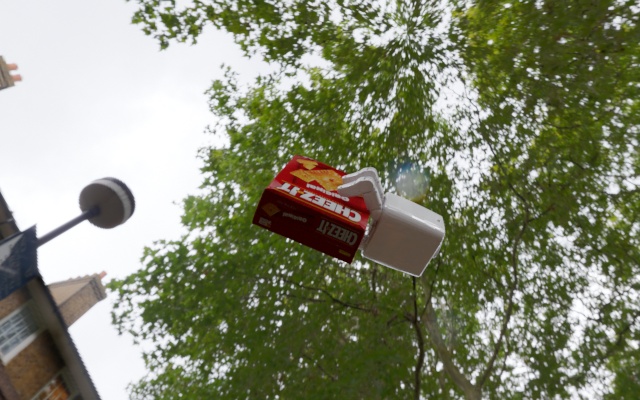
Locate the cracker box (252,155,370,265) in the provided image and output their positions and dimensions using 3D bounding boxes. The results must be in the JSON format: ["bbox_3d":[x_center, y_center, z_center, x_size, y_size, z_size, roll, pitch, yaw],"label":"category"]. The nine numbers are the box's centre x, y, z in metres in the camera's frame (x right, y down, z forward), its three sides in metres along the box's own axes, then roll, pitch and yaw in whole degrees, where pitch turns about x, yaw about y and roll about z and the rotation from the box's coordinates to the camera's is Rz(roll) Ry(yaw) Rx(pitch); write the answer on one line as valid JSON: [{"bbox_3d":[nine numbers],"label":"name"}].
[{"bbox_3d":[0.000,0.003,0.800,0.164,0.072,0.213,22,22,2],"label":"cracker box"}]
